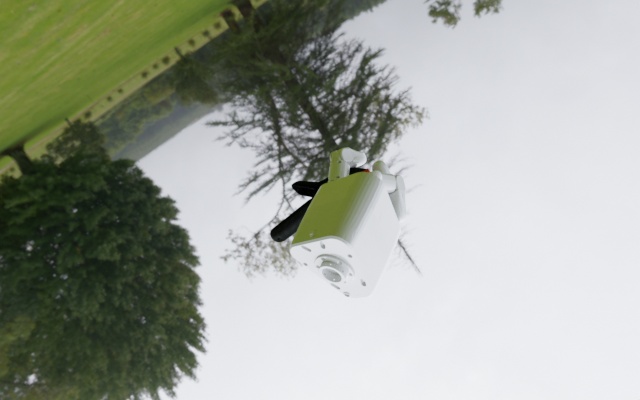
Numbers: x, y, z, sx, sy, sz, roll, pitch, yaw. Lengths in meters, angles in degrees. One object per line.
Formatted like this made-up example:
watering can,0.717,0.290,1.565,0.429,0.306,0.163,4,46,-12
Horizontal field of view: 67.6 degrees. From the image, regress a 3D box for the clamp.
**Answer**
clamp,0.001,0.002,0.676,0.171,0.120,0.039,-17,-49,44
